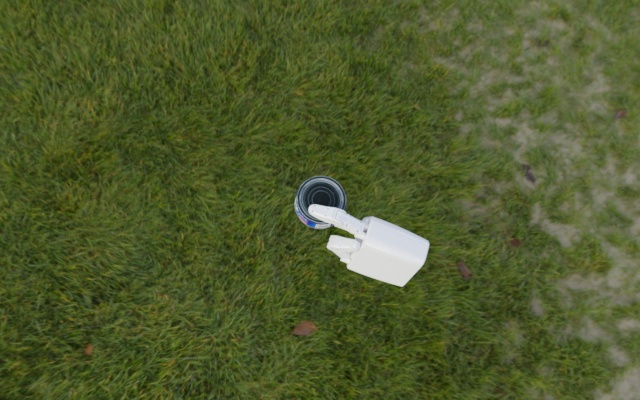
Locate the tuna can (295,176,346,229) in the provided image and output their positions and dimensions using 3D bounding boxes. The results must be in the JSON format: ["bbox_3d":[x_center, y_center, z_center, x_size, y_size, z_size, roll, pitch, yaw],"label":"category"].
[{"bbox_3d":[0.000,0.002,0.801,0.086,0.086,0.034,0,-17,-6],"label":"tuna can"}]
